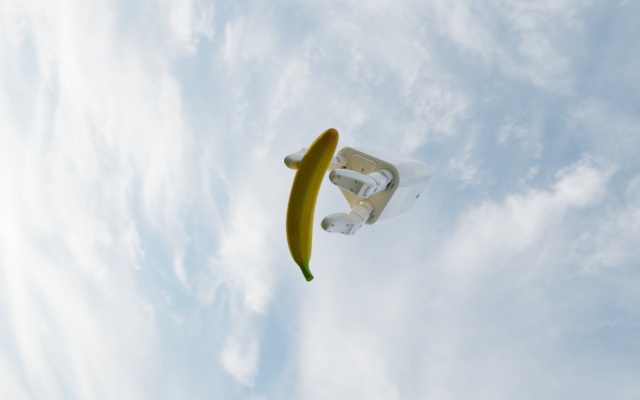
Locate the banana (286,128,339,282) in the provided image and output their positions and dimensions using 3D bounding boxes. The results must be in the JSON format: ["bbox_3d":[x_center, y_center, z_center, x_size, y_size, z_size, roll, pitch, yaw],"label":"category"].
[{"bbox_3d":[-0.014,0.001,0.620,0.069,0.198,0.037,20,17,42],"label":"banana"}]
